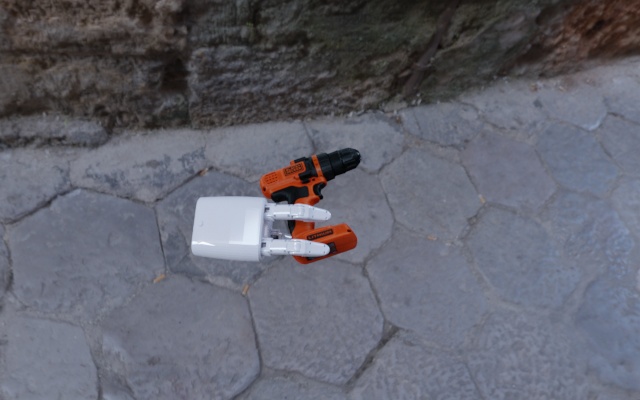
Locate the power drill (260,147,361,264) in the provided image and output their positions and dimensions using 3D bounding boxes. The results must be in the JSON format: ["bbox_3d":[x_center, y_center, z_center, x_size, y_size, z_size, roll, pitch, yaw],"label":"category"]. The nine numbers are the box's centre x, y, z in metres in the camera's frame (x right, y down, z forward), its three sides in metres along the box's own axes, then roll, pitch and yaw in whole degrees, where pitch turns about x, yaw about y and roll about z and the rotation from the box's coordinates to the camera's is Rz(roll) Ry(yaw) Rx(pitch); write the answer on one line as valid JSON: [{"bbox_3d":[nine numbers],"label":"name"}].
[{"bbox_3d":[0.000,0.003,0.801,0.184,0.187,0.057,-20,-37,3],"label":"power drill"}]
